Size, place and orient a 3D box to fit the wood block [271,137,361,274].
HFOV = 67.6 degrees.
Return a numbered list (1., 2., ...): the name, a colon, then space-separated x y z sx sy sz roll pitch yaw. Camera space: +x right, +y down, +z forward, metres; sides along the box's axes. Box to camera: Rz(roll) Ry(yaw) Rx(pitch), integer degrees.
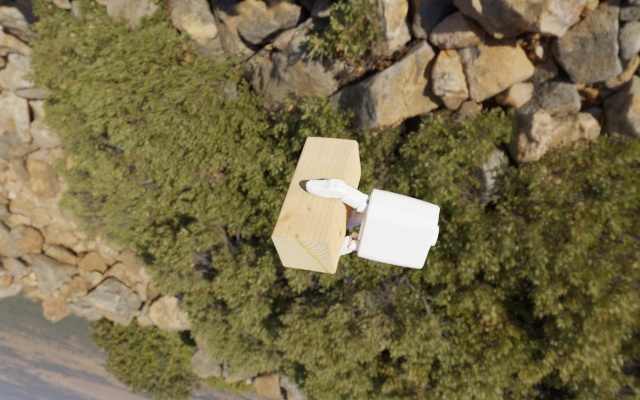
1. wood block: 0.000 0.003 0.782 0.090 0.206 0.091 7 -36 15
